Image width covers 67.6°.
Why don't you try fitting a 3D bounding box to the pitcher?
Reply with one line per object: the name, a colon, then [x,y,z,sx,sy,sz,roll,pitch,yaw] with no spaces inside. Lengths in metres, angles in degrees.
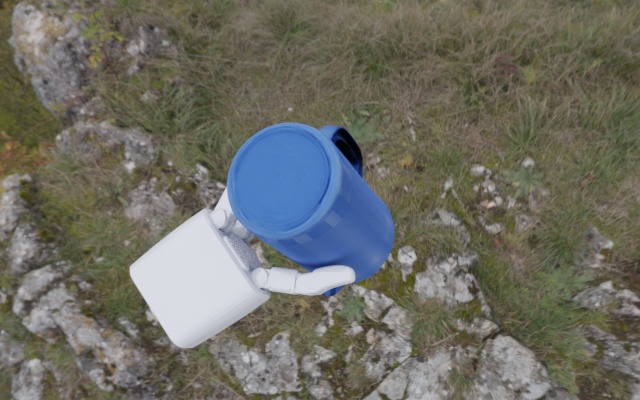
pitcher: [0.000,0.002,0.522,0.145,0.149,0.243,-34,-22,4]
